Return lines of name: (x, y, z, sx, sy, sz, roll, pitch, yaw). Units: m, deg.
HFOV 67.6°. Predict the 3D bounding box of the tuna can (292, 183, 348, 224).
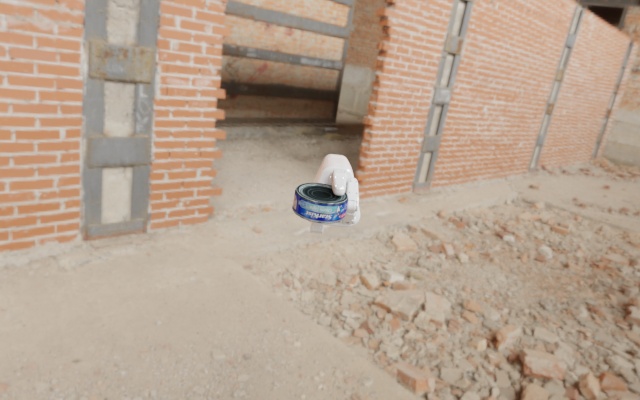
tuna can: (0.000, 0.002, 0.748, 0.086, 0.034, 0.086, 8, 22, -3)
